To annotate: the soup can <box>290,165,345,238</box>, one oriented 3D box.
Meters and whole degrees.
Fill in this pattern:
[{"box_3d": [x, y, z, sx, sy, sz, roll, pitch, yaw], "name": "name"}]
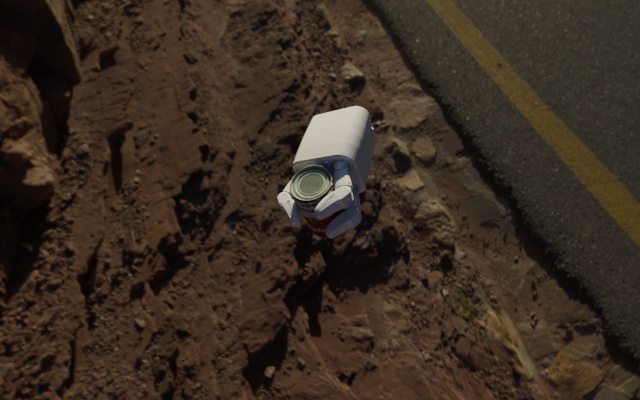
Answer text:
[{"box_3d": [0.000, 0.003, 0.725, 0.068, 0.068, 0.102, 0, -34, 19], "name": "soup can"}]
